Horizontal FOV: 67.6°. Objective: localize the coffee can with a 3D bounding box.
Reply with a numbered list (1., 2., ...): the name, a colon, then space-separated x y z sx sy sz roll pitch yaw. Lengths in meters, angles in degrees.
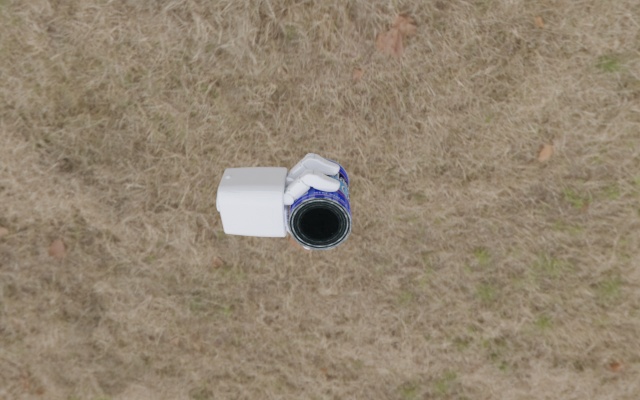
1. coffee can: 0.000 0.003 0.820 0.103 0.103 0.140 0 31 1
